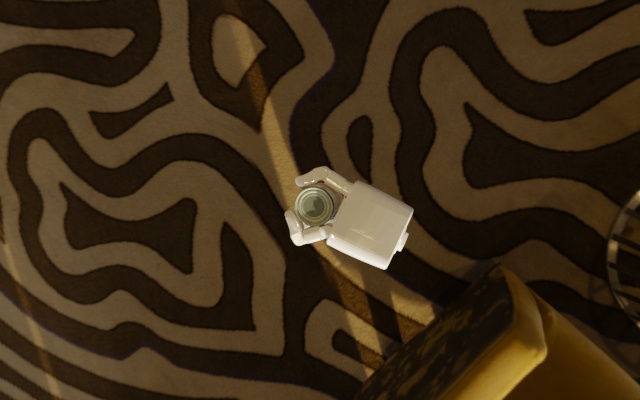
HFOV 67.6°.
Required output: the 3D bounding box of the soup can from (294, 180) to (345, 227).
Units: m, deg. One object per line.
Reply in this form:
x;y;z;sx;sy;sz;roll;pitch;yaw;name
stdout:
0.000;0.002;0.816;0.068;0.068;0.102;0;9;13;soup can
